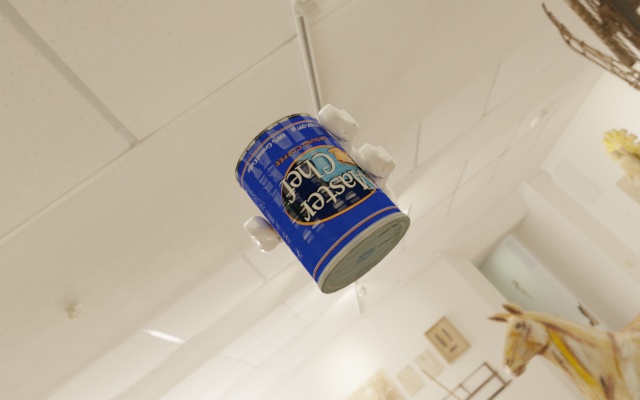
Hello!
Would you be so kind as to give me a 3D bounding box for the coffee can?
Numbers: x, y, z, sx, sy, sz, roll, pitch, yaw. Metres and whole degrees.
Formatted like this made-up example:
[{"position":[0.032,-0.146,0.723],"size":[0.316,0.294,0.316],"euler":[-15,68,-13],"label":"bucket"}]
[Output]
[{"position":[0.000,0.002,0.452],"size":[0.103,0.140,0.103],"euler":[-34,-23,-16],"label":"coffee can"}]
